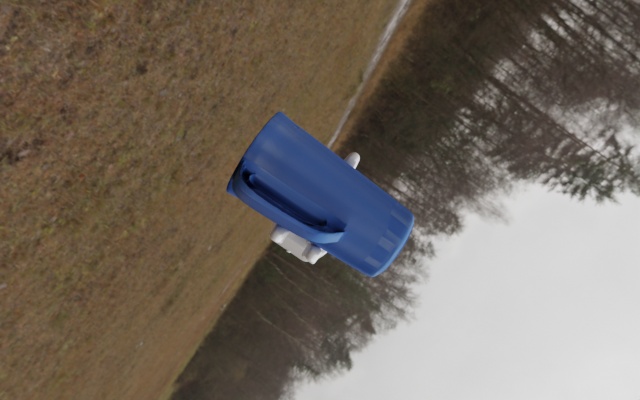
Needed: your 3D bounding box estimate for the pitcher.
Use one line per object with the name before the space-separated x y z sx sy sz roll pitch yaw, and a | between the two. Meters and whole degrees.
pitcher | 0.000 0.002 0.651 0.243 0.149 0.145 34 -19 -1
